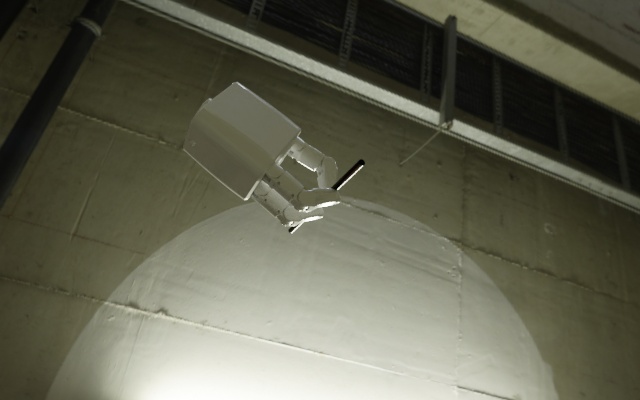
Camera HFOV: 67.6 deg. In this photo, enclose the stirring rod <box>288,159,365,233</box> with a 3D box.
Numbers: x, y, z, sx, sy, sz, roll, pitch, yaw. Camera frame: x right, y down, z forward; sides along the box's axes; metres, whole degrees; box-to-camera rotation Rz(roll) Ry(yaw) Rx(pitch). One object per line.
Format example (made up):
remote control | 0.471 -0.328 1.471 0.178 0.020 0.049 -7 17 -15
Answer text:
stirring rod | 0.000 0.002 0.634 0.011 0.011 0.240 0 -22 -24
